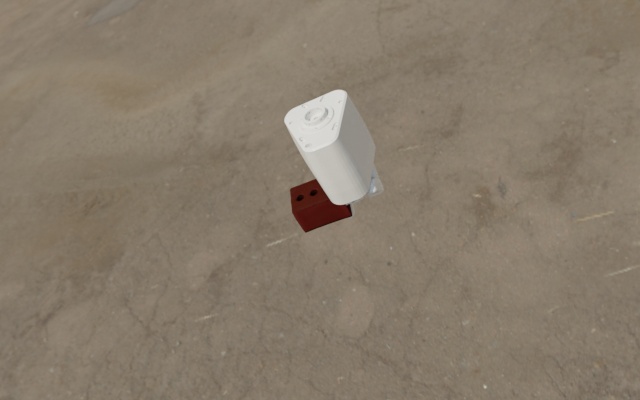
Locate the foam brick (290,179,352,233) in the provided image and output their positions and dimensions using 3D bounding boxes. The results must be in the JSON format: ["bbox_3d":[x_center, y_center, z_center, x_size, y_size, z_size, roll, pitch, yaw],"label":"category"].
[{"bbox_3d":[0.000,0.003,0.705,0.078,0.053,0.051,-21,-44,13],"label":"foam brick"}]
